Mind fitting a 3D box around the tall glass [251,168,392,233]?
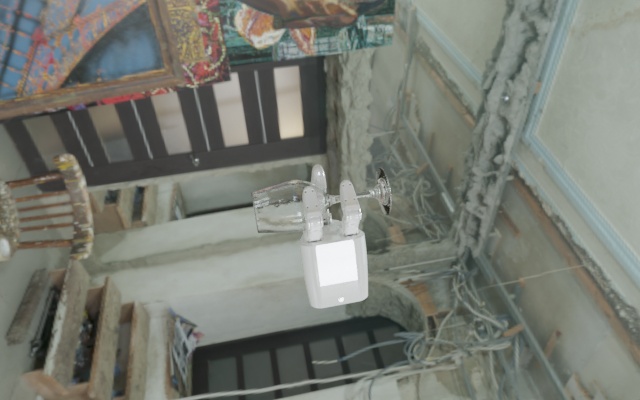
[{"bbox_3d":[0.001,0.002,0.720,0.201,0.079,0.079,-9,1,-7],"label":"tall glass"}]
